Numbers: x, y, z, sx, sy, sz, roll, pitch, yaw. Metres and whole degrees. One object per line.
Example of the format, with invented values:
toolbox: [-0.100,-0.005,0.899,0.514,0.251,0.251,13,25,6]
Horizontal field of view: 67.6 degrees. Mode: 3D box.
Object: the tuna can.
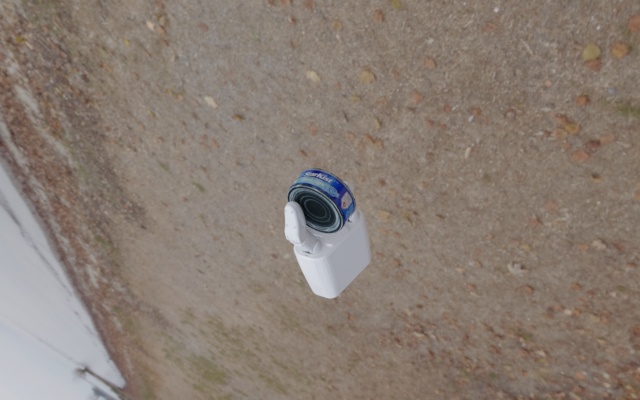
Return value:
tuna can: [0.000,0.002,0.614,0.086,0.086,0.033,0,41,42]
